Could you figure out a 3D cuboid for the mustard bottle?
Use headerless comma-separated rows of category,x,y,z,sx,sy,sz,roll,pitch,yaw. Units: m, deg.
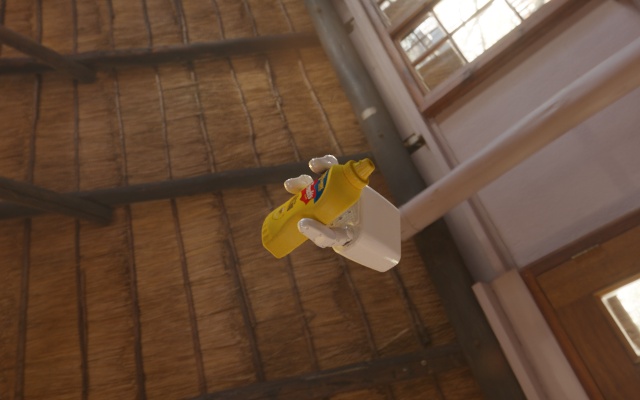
mustard bottle,0.000,0.002,0.684,0.192,0.058,0.096,-37,18,27
